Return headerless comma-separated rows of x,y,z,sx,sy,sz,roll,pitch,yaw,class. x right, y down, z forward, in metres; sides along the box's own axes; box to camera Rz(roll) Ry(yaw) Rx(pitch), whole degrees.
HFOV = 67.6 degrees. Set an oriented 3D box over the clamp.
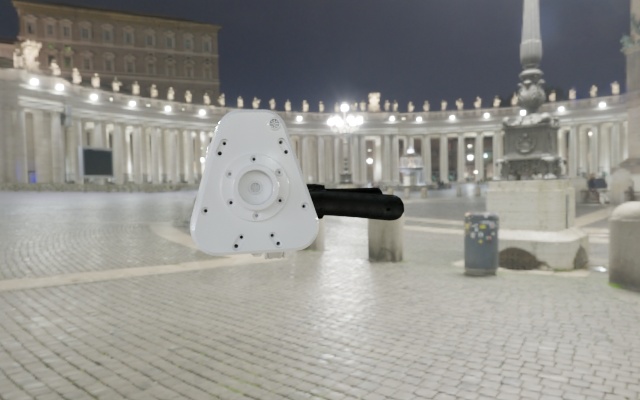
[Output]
0.000,0.001,0.491,0.171,0.039,0.120,-2,0,-12,clamp
